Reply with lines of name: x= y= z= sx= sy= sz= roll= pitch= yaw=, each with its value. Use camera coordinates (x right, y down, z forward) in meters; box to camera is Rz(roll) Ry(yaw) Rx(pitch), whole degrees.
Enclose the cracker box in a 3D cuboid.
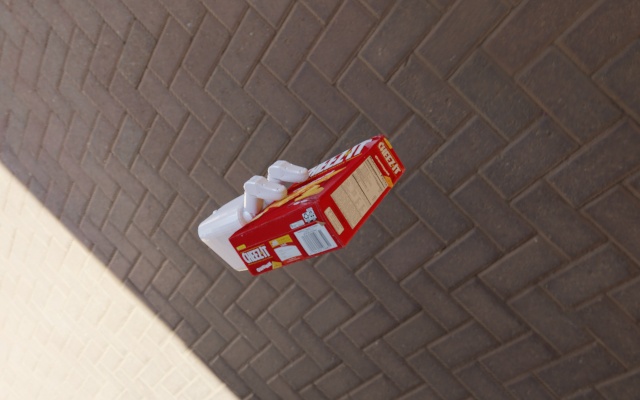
cracker box: x=0.000 y=0.002 z=0.654 sx=0.164 sy=0.072 sz=0.213 roll=-23 pitch=15 yaw=39
